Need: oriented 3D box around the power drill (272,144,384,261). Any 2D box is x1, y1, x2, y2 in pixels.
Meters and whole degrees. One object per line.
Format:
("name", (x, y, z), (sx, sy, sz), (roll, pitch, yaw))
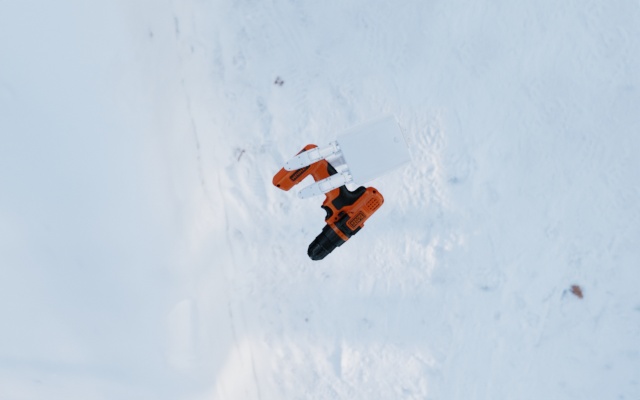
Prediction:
("power drill", (0.000, 0.002, 0.888), (0.188, 0.184, 0.057), (44, 4, -22))
